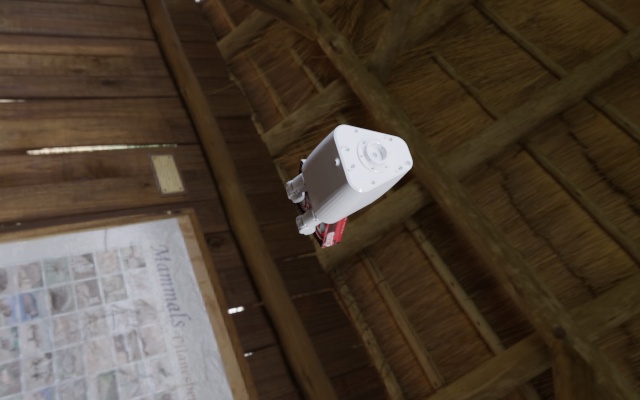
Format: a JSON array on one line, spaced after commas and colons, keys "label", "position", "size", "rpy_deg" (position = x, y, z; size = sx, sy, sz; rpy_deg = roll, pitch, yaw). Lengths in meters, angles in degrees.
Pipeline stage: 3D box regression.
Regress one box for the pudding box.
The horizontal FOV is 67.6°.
[{"label": "pudding box", "position": [0.000, 0.002, 0.737], "size": [0.039, 0.090, 0.113], "rpy_deg": [-8, 44, -25]}]
